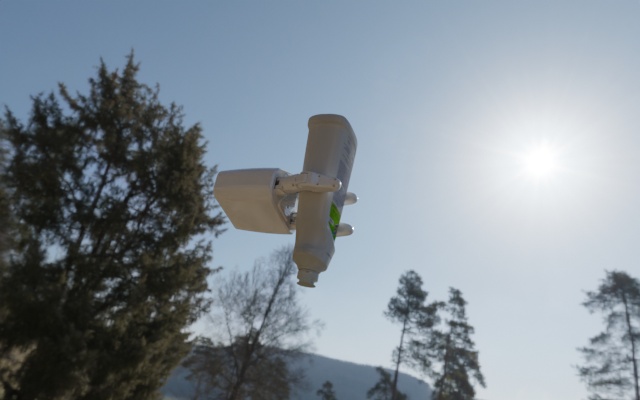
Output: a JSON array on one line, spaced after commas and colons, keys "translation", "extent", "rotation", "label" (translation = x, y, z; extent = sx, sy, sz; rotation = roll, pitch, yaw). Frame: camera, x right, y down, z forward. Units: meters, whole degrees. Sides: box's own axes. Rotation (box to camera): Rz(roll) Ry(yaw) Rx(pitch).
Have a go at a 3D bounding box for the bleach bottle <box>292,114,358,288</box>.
[{"translation": [0.000, 0.002, 0.714], "extent": [0.068, 0.250, 0.103], "rotation": [2, -24, 22], "label": "bleach bottle"}]
